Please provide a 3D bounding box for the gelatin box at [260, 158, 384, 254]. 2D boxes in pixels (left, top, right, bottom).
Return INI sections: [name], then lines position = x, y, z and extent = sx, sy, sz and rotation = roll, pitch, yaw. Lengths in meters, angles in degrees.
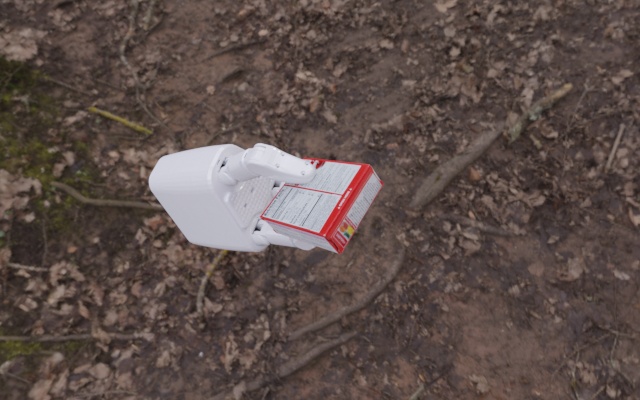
[gelatin box]
position = 0.000, 0.001, 0.415
extent = 0.089, 0.073, 0.030
rotation = 11, -29, 47
